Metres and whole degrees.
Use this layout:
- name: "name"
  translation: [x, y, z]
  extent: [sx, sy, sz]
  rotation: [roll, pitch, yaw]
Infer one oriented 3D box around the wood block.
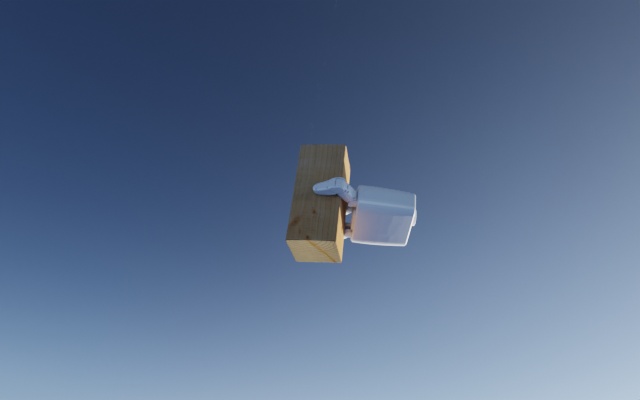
- name: "wood block"
  translation: [0.000, 0.003, 0.896]
  extent: [0.090, 0.206, 0.091]
  rotation: [1, -31, 11]
